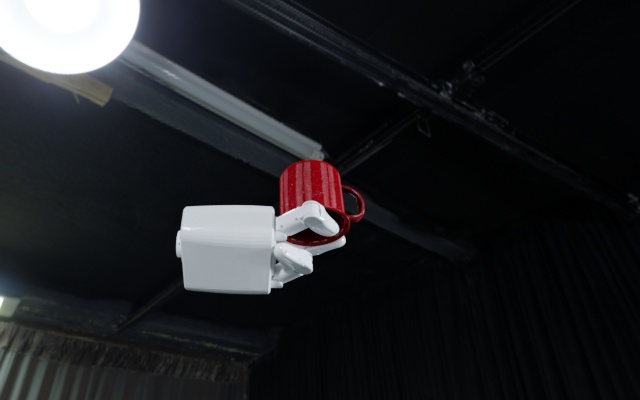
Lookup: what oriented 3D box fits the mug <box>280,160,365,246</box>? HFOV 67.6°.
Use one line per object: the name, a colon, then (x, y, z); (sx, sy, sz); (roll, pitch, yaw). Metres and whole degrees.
mug: (0.002, 0.002, 0.624); (0.117, 0.081, 0.093); (2, -37, -9)
